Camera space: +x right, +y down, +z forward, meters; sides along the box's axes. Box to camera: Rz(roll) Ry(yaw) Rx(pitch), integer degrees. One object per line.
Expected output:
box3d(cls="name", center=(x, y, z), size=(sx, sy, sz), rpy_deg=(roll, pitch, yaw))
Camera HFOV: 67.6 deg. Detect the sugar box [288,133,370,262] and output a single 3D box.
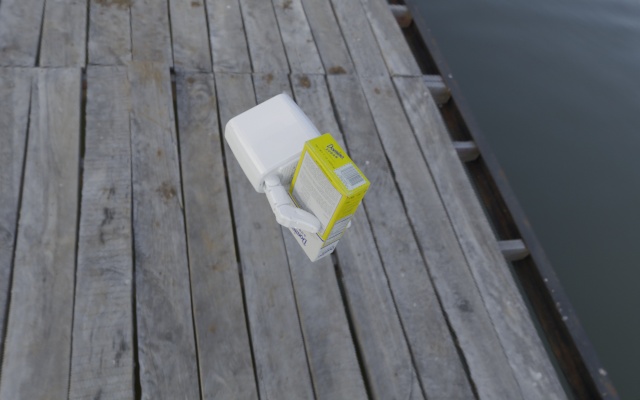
box3d(cls="sugar box", center=(0.000, 0.002, 0.654), size=(0.048, 0.093, 0.176), rpy_deg=(-25, -23, -27))
